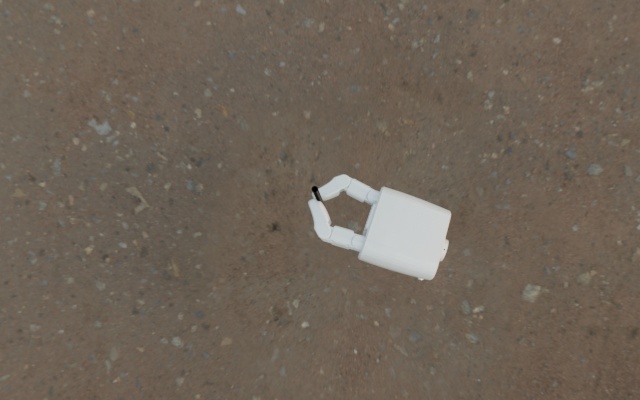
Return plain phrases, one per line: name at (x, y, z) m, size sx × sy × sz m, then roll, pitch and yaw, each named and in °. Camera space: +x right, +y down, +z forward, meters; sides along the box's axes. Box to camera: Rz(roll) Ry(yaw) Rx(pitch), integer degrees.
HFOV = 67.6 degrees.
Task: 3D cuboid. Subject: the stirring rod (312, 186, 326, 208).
stirring rod at (0.000, 0.002, 0.706) m, size 0.011 × 0.011 × 0.239 m, roll 0°, pitch -8°, yaw 3°
